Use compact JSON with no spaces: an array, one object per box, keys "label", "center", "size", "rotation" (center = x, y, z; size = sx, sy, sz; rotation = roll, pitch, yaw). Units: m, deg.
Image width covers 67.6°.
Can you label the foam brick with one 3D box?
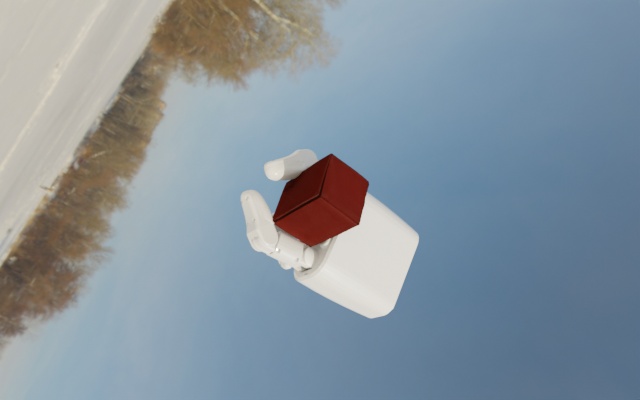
[{"label":"foam brick","center":[0.000,0.001,0.458],"size":[0.051,0.053,0.078],"rotation":[35,-38,-23]}]
